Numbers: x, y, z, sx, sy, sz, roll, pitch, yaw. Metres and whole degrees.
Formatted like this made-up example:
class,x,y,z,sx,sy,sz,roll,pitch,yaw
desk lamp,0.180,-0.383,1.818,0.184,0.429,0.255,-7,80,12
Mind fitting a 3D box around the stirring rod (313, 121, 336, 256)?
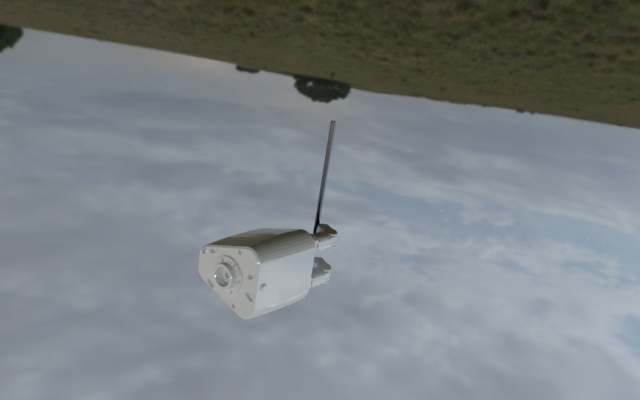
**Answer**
class,x,y,z,sx,sy,sz,roll,pitch,yaw
stirring rod,0.000,0.002,0.707,0.011,0.239,0.011,9,15,-2
